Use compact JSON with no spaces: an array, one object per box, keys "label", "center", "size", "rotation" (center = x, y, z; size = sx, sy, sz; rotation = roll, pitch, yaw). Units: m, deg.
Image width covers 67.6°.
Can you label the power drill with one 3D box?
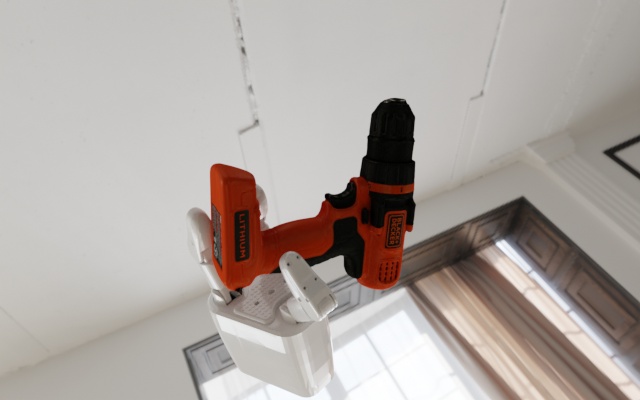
[{"label":"power drill","center":[0.000,0.002,0.424],"size":[0.187,0.184,0.057],"rotation":[-4,17,-22]}]
